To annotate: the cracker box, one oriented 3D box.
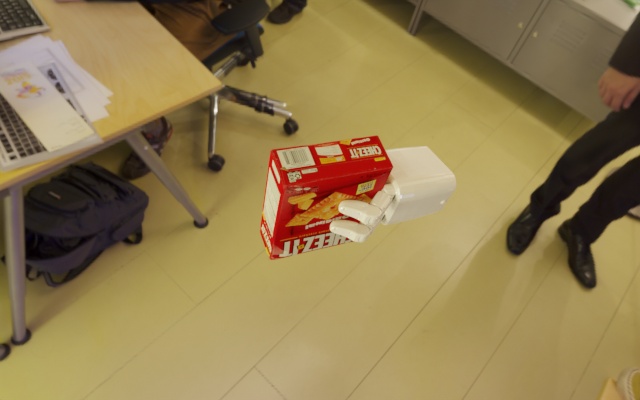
[{"bbox_3d":[0.000,0.002,0.736,0.164,0.072,0.214,-10,-32,-18],"label":"cracker box"}]
